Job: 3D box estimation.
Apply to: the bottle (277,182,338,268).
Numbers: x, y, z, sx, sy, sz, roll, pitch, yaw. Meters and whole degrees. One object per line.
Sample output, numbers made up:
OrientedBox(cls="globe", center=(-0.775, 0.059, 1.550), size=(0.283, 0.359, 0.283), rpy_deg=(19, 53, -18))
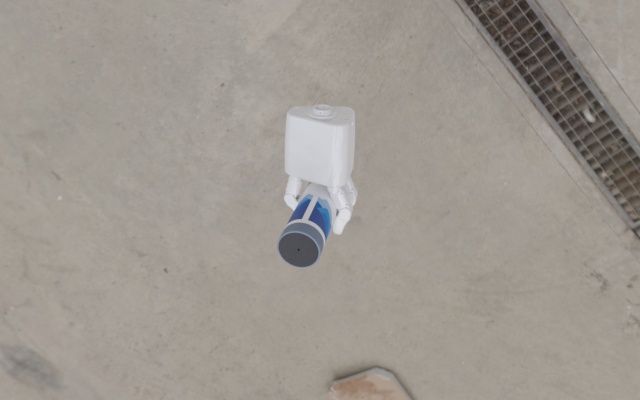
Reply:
OrientedBox(cls="bottle", center=(0.000, 0.003, 0.828), size=(0.069, 0.069, 0.295), rpy_deg=(0, 29, 15))
